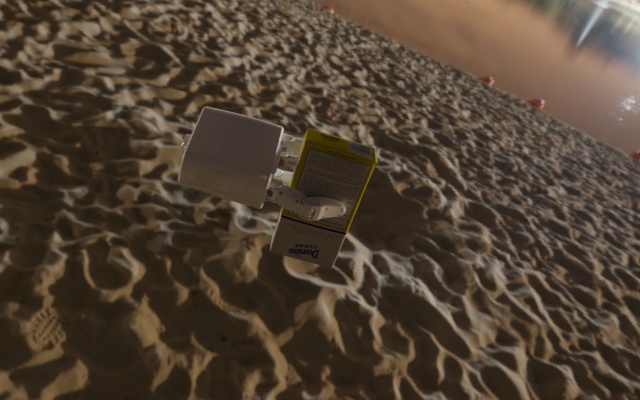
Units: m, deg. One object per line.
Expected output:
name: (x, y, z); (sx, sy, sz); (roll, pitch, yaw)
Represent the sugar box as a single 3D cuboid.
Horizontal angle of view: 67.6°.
sugar box: (0.000, 0.002, 0.626); (0.093, 0.176, 0.048); (17, 34, -8)
